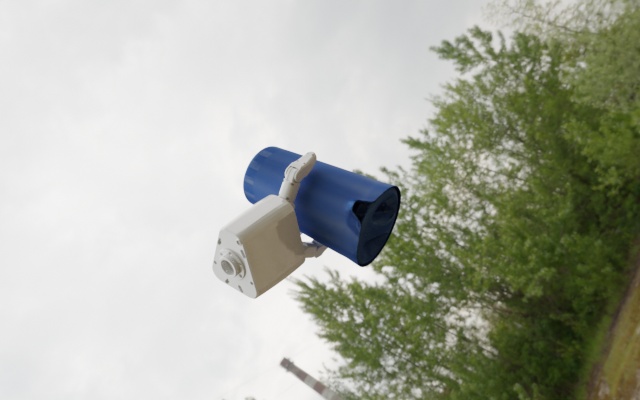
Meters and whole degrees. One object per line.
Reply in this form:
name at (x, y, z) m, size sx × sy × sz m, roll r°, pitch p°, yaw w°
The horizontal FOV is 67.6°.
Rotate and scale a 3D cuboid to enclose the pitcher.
pitcher at (0.000, 0.003, 0.779) m, size 0.243 × 0.149 × 0.145 m, roll 24°, pitch 38°, yaw 27°
